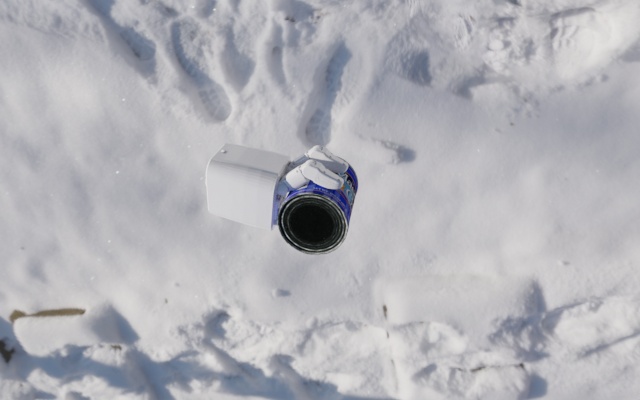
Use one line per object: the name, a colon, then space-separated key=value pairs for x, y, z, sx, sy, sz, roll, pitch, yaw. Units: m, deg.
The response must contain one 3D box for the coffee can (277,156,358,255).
coffee can: x=0.000 y=0.002 z=0.733 sx=0.103 sy=0.103 sz=0.140 roll=0 pitch=28 yaw=11
